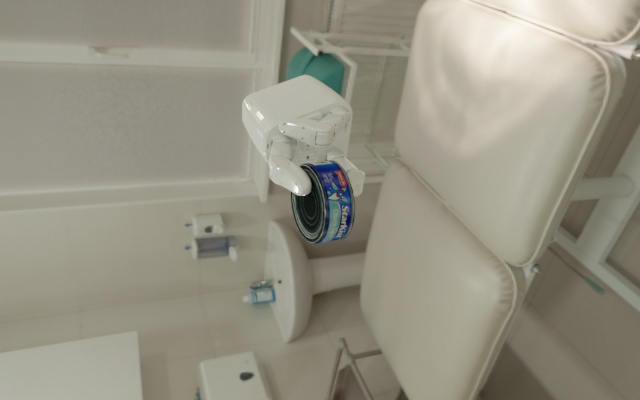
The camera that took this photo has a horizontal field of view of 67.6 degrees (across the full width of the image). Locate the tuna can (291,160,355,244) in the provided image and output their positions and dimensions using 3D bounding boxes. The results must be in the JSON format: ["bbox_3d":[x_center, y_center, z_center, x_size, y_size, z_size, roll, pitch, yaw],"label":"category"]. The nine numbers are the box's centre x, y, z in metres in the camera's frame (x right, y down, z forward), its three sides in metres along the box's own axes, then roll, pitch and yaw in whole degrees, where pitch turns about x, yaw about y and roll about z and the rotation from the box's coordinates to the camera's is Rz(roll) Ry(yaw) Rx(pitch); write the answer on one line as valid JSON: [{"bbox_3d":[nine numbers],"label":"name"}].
[{"bbox_3d":[0.000,0.002,0.501,0.034,0.086,0.086,-8,4,-26],"label":"tuna can"}]
